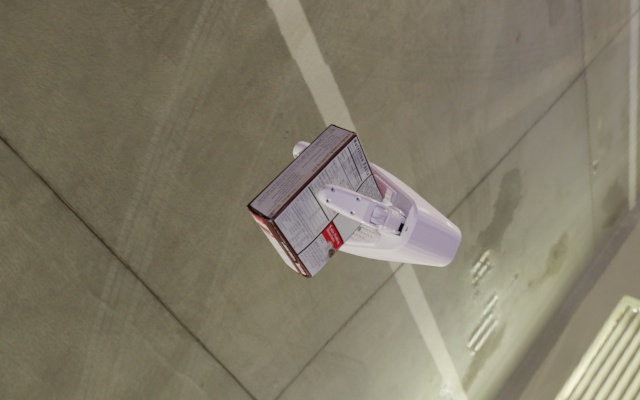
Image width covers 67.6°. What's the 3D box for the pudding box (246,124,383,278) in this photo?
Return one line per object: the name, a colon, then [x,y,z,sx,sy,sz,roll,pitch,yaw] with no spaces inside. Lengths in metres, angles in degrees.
pudding box: [0.000,0.002,0.432,0.039,0.113,0.090,24,-27,43]
